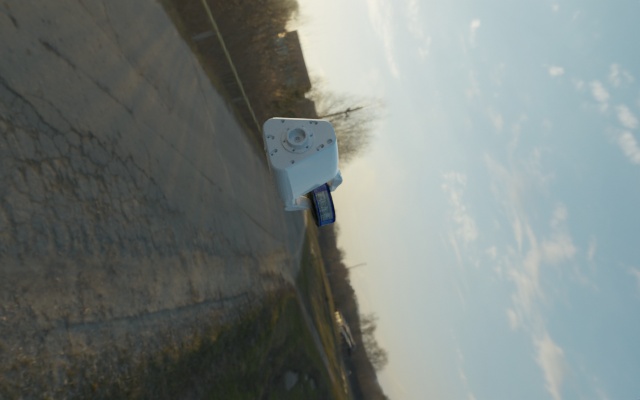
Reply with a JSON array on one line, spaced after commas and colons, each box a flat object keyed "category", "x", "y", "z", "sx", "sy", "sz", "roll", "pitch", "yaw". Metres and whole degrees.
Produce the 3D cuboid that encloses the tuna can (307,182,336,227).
[{"category": "tuna can", "x": 0.001, "y": 0.003, "z": 0.862, "sx": 0.034, "sy": 0.086, "sz": 0.086, "roll": -14, "pitch": 2, "yaw": -8}]
